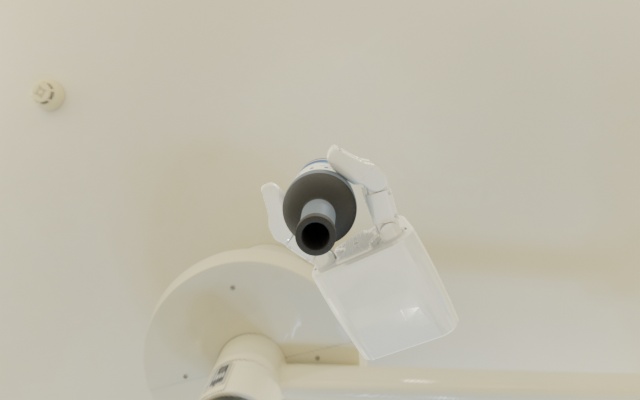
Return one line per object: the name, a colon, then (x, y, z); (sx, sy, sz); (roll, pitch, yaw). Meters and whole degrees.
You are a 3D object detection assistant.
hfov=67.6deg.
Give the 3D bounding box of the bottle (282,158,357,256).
bottle: (0.000, 0.001, 0.460); (0.069, 0.069, 0.295); (0, 9, 1)
